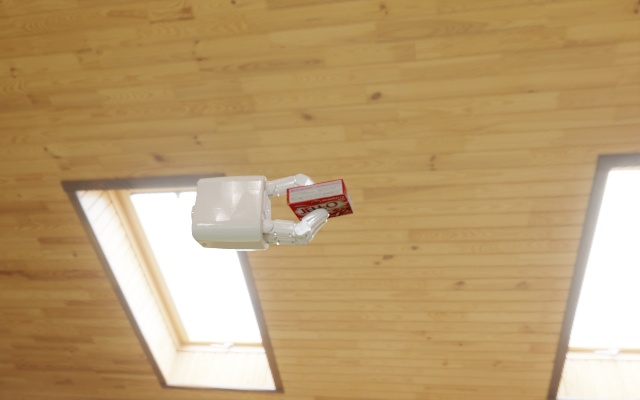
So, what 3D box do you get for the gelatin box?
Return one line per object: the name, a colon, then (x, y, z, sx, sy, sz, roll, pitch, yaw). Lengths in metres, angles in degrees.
gelatin box: (0.000, 0.002, 0.728, 0.089, 0.030, 0.073, -10, -27, 10)
